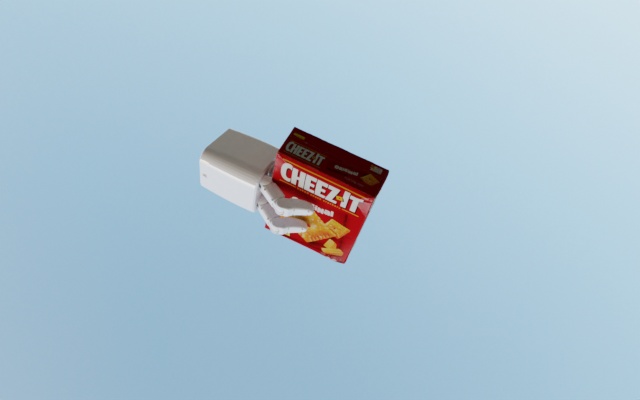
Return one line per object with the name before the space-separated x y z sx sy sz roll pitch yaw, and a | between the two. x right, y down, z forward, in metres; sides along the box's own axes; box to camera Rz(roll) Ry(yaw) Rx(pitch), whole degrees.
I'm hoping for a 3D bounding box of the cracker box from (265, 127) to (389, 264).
cracker box | 0.000 0.003 0.793 0.164 0.072 0.214 25 -36 6
